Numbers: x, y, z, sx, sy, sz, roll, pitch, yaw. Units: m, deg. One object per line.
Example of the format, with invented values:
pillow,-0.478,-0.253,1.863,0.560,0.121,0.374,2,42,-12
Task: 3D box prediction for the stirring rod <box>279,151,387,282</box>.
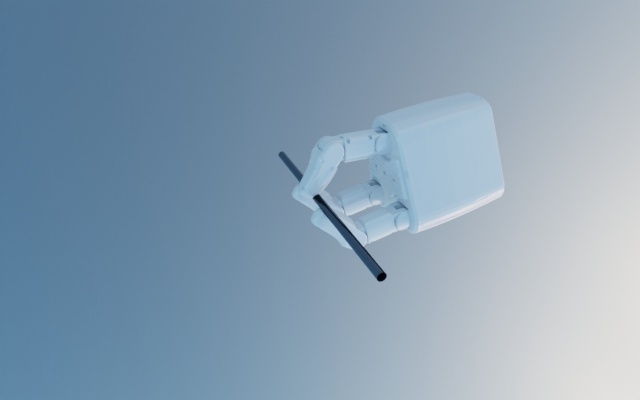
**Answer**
stirring rod,0.000,0.001,0.436,0.011,0.011,0.239,0,26,-24
